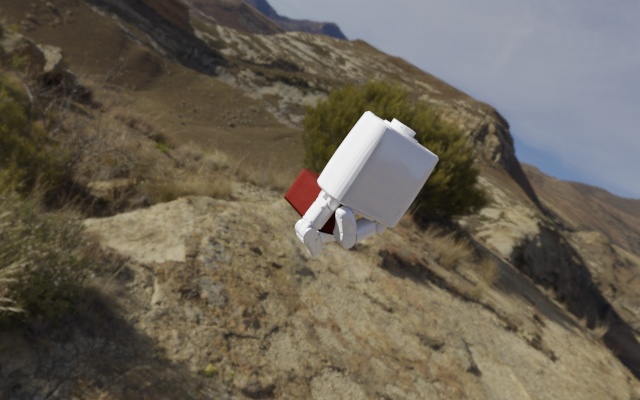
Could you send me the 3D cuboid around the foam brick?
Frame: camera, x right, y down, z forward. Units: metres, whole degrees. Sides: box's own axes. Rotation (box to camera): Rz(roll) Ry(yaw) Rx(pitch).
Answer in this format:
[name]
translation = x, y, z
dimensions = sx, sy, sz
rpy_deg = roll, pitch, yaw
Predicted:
[foam brick]
translation = 0.000, 0.002, 0.638
dimensions = 0.053, 0.051, 0.078
rpy_deg = 18, 20, -46
